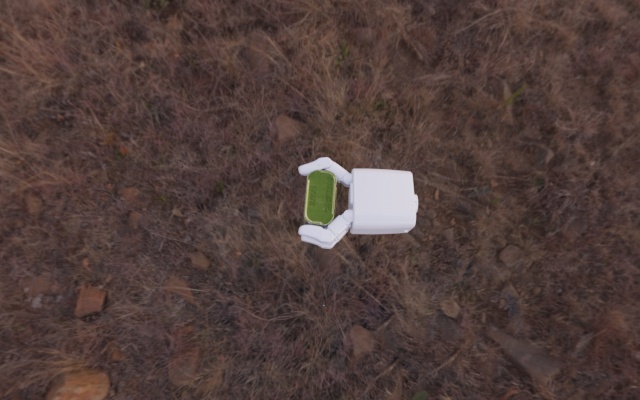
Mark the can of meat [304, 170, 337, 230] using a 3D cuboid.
[{"bbox_3d":[0.000,0.003,0.846,0.057,0.102,0.084,4,-12,1],"label":"can of meat"}]
